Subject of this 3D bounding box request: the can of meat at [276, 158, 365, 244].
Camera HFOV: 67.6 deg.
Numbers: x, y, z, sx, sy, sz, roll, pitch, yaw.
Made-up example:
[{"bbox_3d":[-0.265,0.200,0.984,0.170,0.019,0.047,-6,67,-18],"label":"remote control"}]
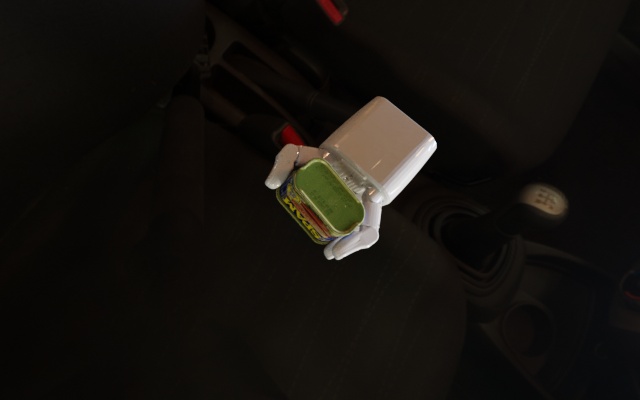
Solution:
[{"bbox_3d":[0.000,0.002,0.589,0.057,0.102,0.084,-42,4,-19],"label":"can of meat"}]
